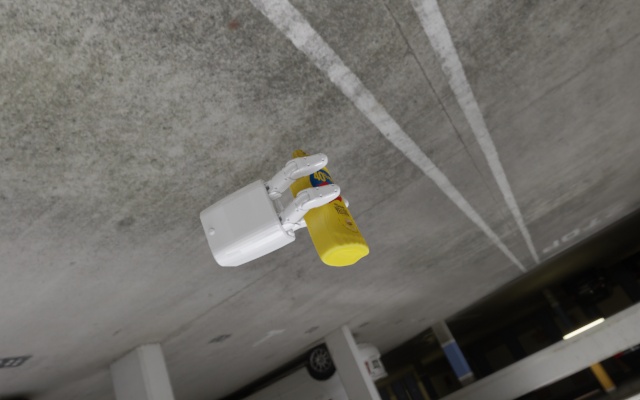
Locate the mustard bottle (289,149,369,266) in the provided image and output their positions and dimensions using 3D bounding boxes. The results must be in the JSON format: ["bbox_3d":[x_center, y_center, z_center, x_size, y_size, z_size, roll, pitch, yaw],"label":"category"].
[{"bbox_3d":[0.000,0.002,0.712,0.058,0.191,0.096,-38,-29,23],"label":"mustard bottle"}]
